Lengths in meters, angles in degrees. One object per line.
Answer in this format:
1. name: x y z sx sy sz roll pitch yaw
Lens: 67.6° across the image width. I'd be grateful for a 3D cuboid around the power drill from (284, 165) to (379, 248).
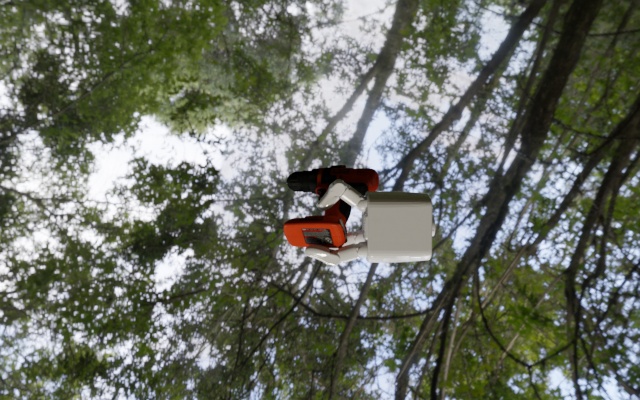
1. power drill: 0.000 0.003 0.861 0.184 0.057 0.187 -2 38 23
